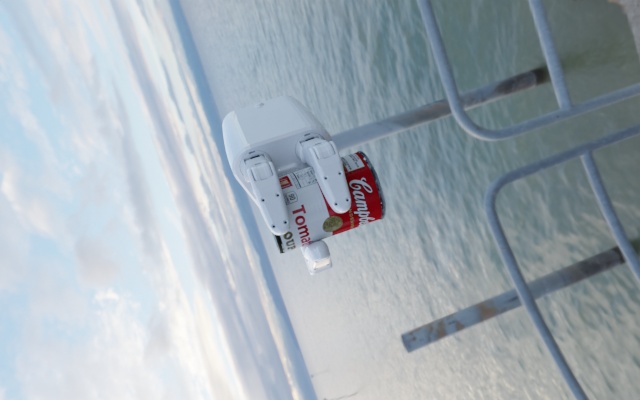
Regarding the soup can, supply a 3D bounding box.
[{"bbox_3d":[0.000,0.002,0.441,0.102,0.068,0.068,-19,3,-8],"label":"soup can"}]
